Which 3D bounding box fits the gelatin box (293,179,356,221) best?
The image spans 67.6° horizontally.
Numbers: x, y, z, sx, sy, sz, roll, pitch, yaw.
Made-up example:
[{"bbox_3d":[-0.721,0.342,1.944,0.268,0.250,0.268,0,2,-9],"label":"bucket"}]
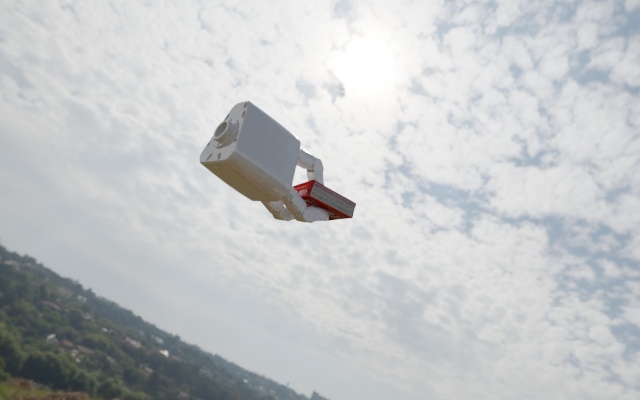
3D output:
[{"bbox_3d":[0.001,0.002,0.760,0.089,0.030,0.073,27,-19,-26],"label":"gelatin box"}]
